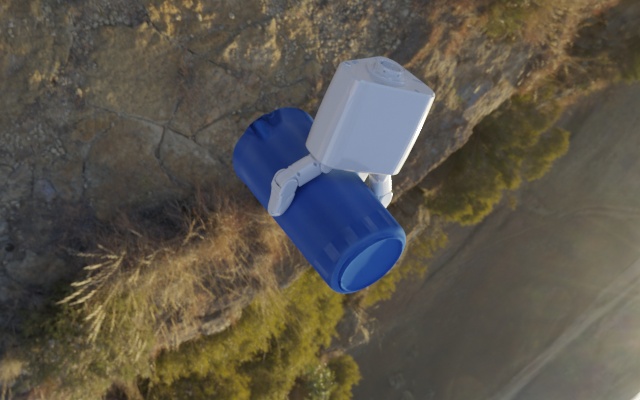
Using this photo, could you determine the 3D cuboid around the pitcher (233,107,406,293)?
[{"bbox_3d":[0.000,0.002,0.622,0.149,0.145,0.242,-7,44,-38],"label":"pitcher"}]
